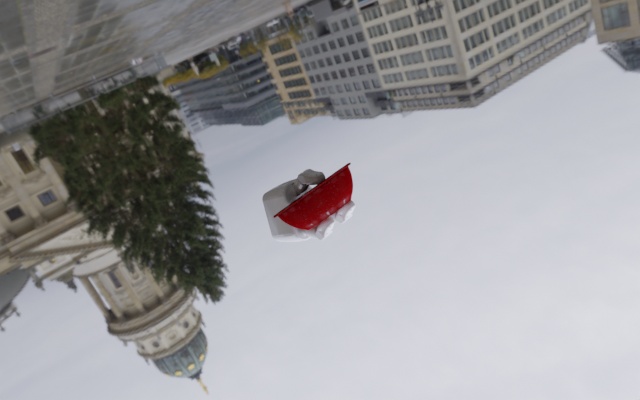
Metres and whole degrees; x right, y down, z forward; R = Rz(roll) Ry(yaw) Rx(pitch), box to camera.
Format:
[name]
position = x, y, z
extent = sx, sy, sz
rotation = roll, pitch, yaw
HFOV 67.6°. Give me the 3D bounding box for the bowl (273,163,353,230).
[bowl]
position = 0.001, 0.003, 0.816
extent = 0.162, 0.055, 0.162
rotation = -35, 0, 0
